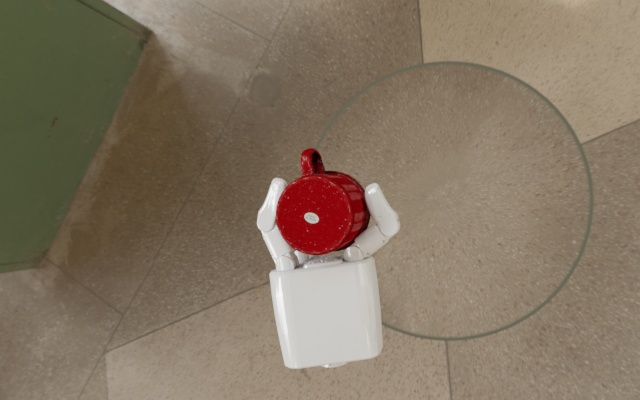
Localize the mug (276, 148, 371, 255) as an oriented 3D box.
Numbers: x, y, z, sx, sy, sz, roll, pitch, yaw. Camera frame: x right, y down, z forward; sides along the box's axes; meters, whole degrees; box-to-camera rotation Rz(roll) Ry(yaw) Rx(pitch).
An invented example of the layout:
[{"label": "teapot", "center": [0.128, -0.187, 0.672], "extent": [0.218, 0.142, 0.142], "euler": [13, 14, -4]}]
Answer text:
[{"label": "mug", "center": [0.000, 0.000, 0.509], "extent": [0.093, 0.117, 0.081], "euler": [-10, 0, 14]}]
